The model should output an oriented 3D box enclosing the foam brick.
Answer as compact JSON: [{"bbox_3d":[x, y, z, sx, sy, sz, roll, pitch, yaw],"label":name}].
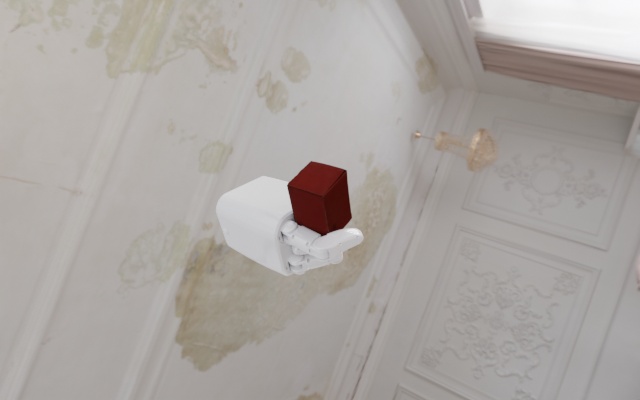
[{"bbox_3d":[0.000,0.002,0.565,0.051,0.078,0.053,20,48,29],"label":"foam brick"}]
